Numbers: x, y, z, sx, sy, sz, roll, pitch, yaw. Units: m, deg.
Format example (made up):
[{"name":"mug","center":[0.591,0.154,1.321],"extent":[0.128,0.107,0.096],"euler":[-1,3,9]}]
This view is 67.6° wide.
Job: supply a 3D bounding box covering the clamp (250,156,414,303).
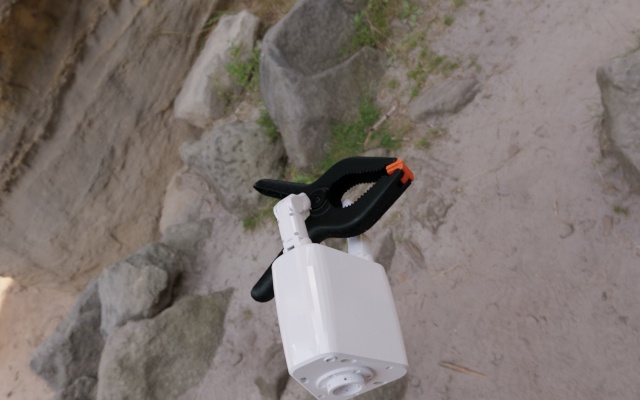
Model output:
[{"name":"clamp","center":[0.000,0.001,0.529],"extent":[0.210,0.164,0.036],"euler":[-31,-42,20]}]
